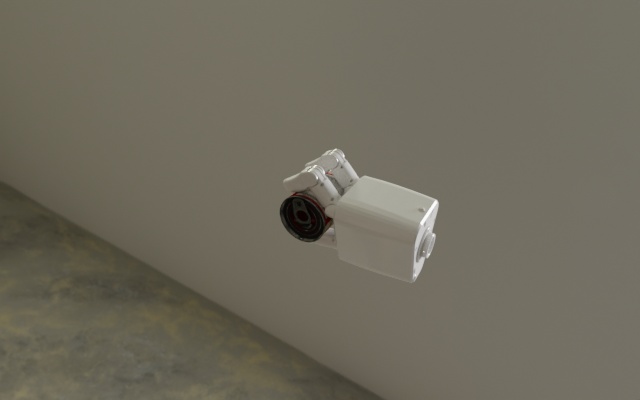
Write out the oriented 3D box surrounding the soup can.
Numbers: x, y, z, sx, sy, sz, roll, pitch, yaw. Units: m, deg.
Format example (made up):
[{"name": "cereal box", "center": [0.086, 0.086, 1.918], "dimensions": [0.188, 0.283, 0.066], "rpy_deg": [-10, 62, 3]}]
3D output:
[{"name": "soup can", "center": [0.000, 0.002, 0.654], "dimensions": [0.068, 0.068, 0.102], "rpy_deg": [0, 27, 33]}]
